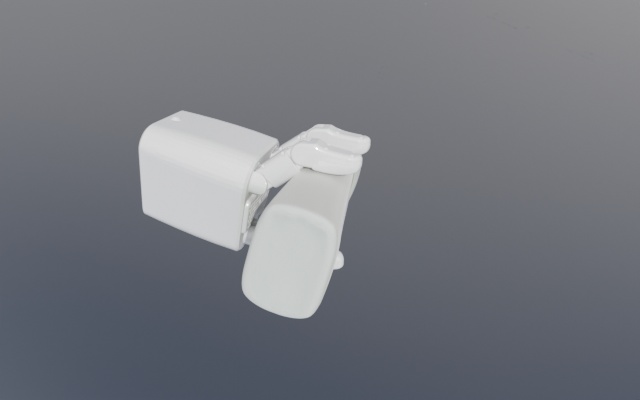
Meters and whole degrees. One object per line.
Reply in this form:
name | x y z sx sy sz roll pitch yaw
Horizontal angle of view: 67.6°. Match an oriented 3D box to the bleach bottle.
bleach bottle | 0.000 0.002 0.476 0.068 0.103 0.250 20 25 4
